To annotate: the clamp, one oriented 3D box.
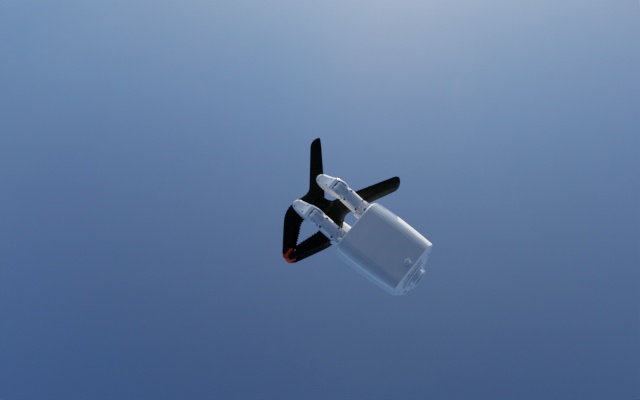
[{"bbox_3d":[0.000,0.003,0.753,0.164,0.210,0.036,36,-13,24],"label":"clamp"}]
